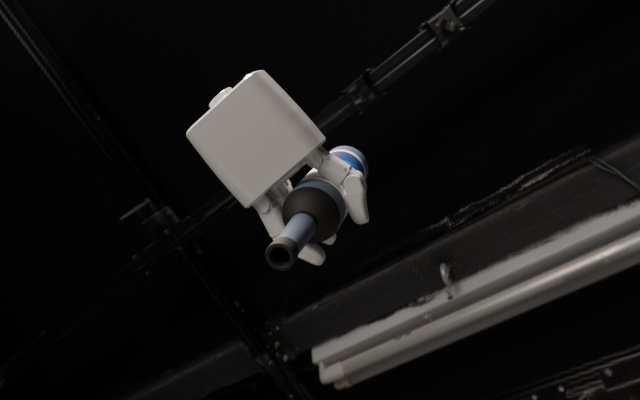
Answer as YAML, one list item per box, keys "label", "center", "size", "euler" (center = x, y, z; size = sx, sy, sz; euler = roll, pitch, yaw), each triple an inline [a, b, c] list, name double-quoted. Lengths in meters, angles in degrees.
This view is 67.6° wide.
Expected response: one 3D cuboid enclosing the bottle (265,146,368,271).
- label: "bottle"
  center: [0.000, 0.002, 0.552]
  size: [0.069, 0.069, 0.295]
  euler: [0, 19, 15]
